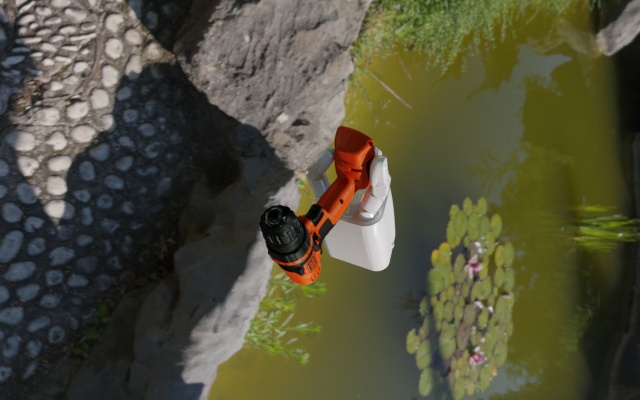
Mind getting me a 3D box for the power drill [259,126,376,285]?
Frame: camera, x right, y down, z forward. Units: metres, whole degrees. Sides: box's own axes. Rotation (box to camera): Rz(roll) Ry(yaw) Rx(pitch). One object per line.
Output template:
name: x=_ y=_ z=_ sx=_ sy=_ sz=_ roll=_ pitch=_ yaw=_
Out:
power drill: x=0.000 y=0.002 z=0.588 sx=0.057 sy=0.187 sz=0.184 roll=28 pitch=-19 yaw=19
